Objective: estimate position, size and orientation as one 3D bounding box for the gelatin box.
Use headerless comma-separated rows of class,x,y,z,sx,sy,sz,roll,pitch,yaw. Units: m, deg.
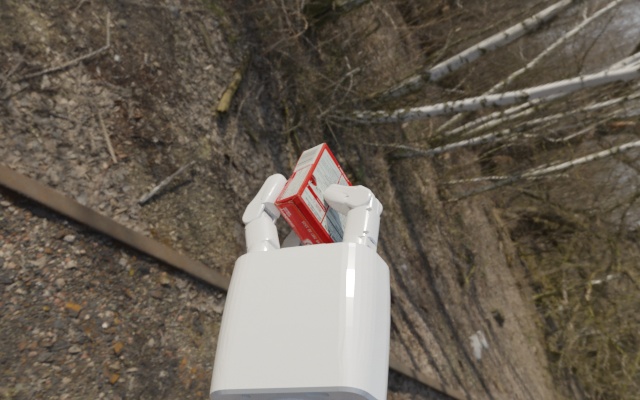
gelatin box,0.001,0.001,0.444,0.030,0.073,0.089,-18,29,31
